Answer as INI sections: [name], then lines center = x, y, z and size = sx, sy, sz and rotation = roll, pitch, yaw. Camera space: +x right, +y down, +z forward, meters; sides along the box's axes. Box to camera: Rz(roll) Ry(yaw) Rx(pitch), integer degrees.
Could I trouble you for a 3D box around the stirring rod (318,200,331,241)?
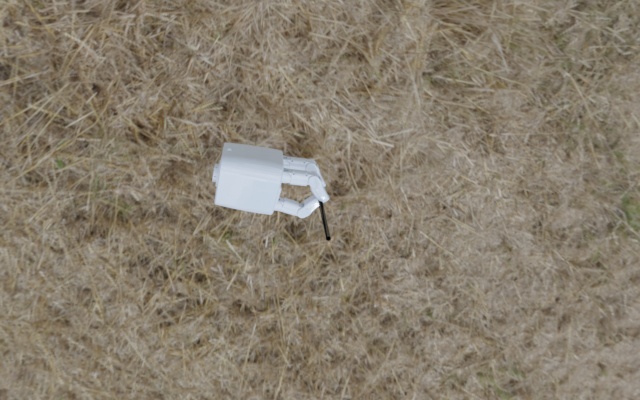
[stirring rod]
center = 0.000, 0.003, 0.849
size = 0.011, 0.011, 0.239
rotation = 0, 28, -7
